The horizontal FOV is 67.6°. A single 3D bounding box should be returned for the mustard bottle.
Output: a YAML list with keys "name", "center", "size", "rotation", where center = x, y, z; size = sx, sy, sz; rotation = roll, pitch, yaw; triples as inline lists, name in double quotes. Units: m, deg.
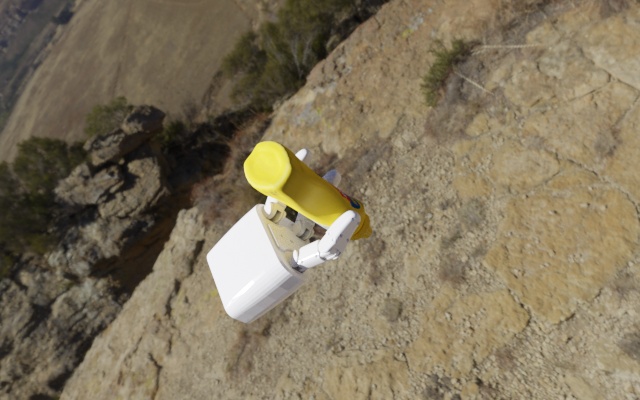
- name: "mustard bottle"
  center: [0.000, 0.002, 0.588]
  size: [0.192, 0.058, 0.096]
  rotation: [34, -1, -37]
